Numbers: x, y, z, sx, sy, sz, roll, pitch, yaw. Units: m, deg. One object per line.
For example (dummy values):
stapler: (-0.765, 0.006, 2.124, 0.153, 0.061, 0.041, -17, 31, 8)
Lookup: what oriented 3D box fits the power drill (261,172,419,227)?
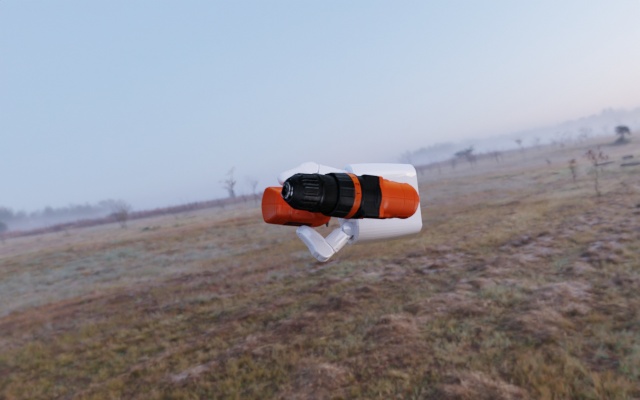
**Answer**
power drill: (0.000, 0.002, 0.602, 0.184, 0.057, 0.187, 7, -7, -34)
